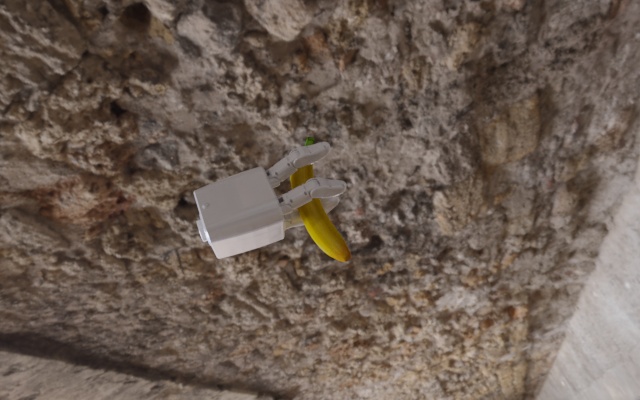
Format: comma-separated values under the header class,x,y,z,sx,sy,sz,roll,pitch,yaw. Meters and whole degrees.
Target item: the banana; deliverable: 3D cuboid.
class,x,y,z,sx,sy,sz,roll,pitch,yaw
banana,-0.008,0.007,0.710,0.037,0.197,0.070,-9,-20,-29
